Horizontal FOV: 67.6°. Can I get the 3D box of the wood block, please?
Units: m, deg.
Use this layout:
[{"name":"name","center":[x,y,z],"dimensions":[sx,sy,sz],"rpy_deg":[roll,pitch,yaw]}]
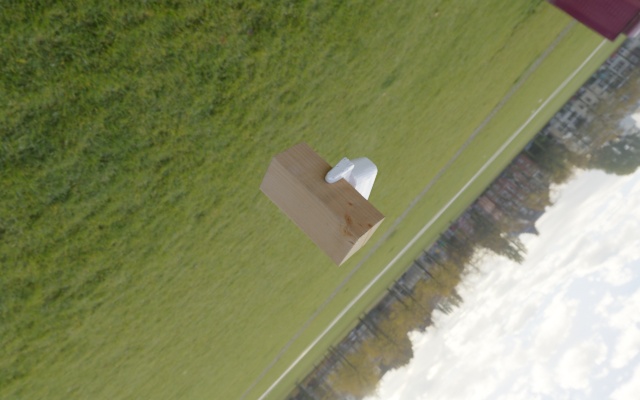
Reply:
[{"name":"wood block","center":[0.001,0.003,0.857],"dimensions":[0.090,0.206,0.091],"rpy_deg":[-33,-19,-45]}]
